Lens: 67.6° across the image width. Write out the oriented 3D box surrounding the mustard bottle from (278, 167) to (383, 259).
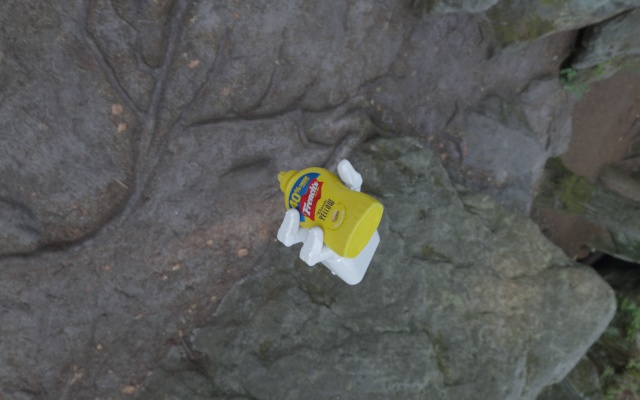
[{"bbox_3d":[0.000,0.002,0.738,0.191,0.096,0.058,34,11,36],"label":"mustard bottle"}]
